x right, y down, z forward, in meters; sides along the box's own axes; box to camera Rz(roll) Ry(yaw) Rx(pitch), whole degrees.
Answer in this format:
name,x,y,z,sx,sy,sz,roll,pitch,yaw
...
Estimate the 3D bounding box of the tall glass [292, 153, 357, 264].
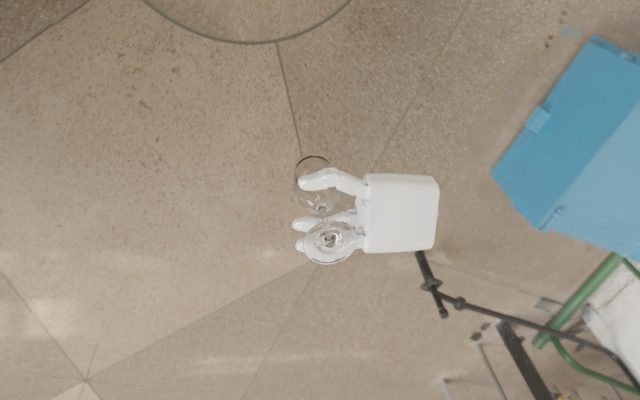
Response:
name,x,y,z,sx,sy,sz,roll,pitch,yaw
tall glass,0.000,0.003,0.718,0.079,0.079,0.201,0,34,-10
